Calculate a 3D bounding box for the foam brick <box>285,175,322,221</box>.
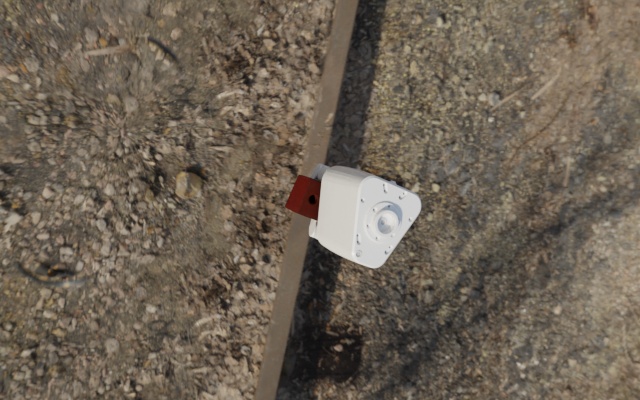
[{"bbox_3d":[0.000,0.002,0.675,0.078,0.053,0.051,21,1,-24],"label":"foam brick"}]
